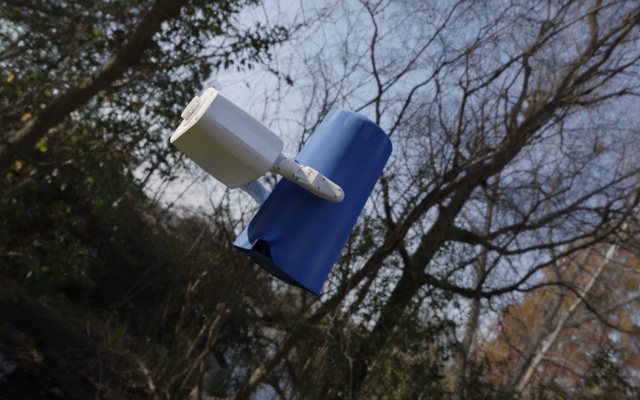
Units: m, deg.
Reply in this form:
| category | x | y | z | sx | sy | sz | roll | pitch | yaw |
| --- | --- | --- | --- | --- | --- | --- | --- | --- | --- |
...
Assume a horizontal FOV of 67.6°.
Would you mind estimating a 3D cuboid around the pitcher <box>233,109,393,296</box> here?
| category | x | y | z | sx | sy | sz | roll | pitch | yaw |
| --- | --- | --- | --- | --- | --- | --- | --- | --- | --- |
| pitcher | 0.000 | 0.002 | 0.669 | 0.145 | 0.242 | 0.149 | 37 | -14 | -22 |
